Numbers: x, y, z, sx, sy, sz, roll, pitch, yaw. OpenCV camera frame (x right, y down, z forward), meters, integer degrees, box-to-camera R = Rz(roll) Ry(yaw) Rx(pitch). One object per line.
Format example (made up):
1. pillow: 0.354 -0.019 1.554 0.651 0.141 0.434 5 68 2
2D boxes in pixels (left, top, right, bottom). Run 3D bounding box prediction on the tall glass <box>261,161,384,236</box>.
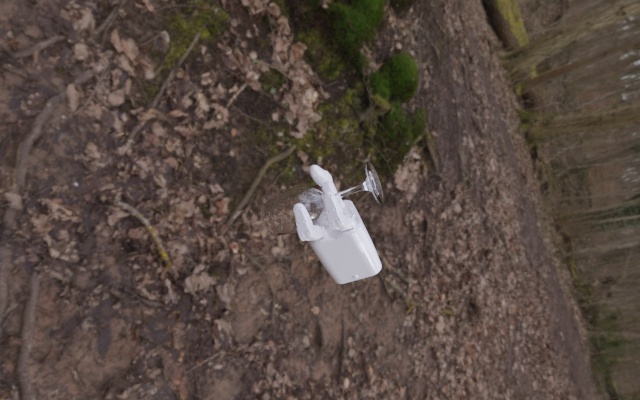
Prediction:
1. tall glass: 0.001 0.002 0.806 0.201 0.079 0.079 -19 -6 19
